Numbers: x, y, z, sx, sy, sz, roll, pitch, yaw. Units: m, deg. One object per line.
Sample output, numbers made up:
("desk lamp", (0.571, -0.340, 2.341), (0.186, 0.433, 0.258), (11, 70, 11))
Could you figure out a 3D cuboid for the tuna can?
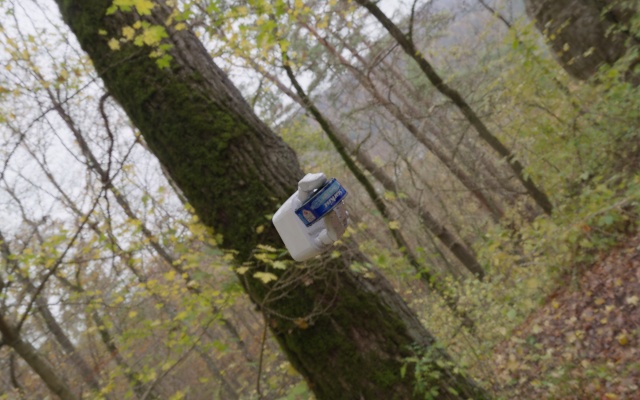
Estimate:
("tuna can", (0.000, 0.002, 0.751), (0.086, 0.034, 0.086), (-40, 5, 4))
